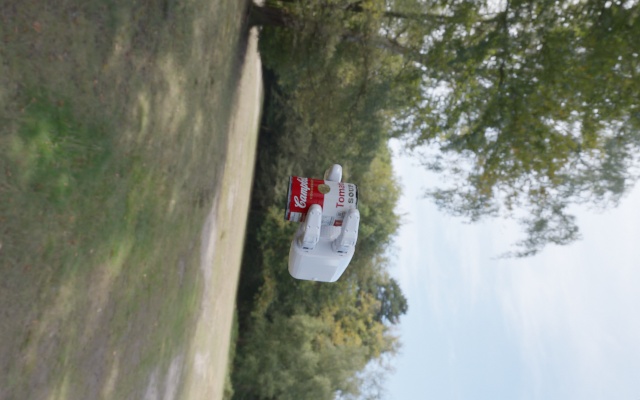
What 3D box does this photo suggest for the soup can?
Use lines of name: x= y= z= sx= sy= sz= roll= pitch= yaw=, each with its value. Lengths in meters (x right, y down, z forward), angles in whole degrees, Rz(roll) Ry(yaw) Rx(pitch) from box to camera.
soup can: x=0.000 y=0.002 z=0.718 sx=0.102 sy=0.068 sz=0.068 roll=7 pitch=-1 yaw=-6
